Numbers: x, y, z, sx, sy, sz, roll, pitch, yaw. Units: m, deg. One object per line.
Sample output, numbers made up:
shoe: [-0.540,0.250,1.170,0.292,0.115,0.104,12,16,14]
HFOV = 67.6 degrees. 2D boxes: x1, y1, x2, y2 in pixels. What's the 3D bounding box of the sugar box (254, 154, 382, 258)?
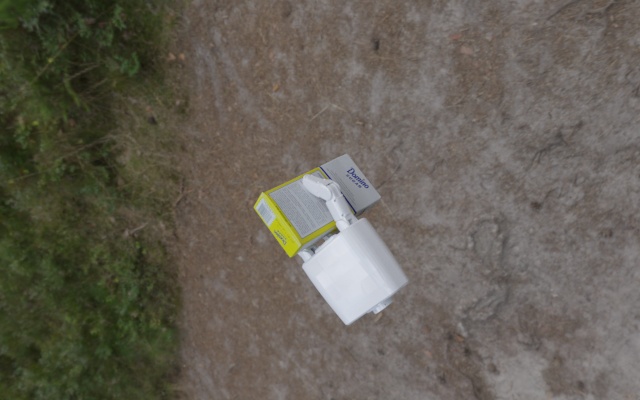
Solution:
sugar box: [0.000,0.003,0.701,0.176,0.093,0.048,-26,-16,-41]
